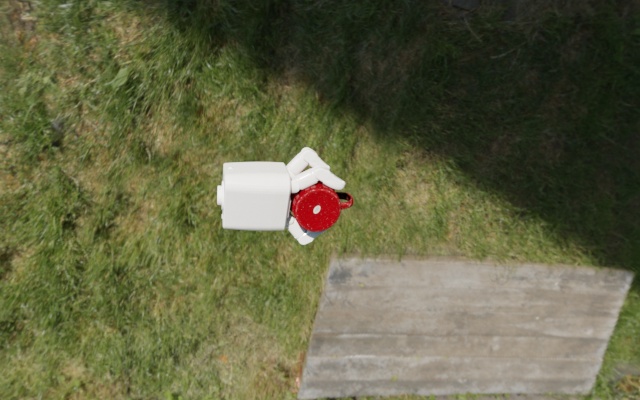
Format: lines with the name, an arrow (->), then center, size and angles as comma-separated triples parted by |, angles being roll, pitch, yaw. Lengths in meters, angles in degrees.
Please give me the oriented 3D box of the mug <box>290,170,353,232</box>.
mug -> 0.002, 0.003, 0.831 | 0.117, 0.093, 0.081 | 0, 22, -12
